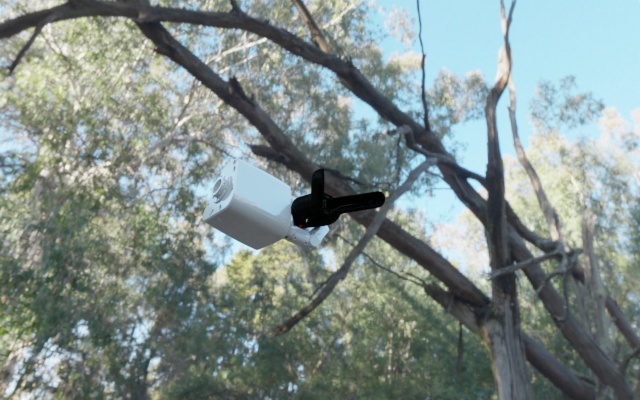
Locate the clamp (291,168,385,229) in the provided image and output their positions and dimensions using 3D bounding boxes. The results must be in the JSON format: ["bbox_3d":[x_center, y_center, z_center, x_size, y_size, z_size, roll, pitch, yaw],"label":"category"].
[{"bbox_3d":[0.000,0.002,0.732,0.120,0.039,0.171,31,-38,-30],"label":"clamp"}]
